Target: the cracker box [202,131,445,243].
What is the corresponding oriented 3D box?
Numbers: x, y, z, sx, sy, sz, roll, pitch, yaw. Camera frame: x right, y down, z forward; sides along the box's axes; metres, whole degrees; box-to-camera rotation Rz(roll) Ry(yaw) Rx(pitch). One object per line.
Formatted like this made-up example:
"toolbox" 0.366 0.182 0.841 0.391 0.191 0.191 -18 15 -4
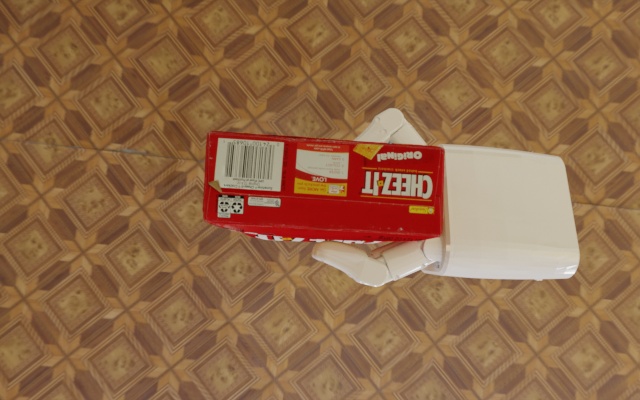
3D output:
"cracker box" 0.000 0.001 0.422 0.164 0.072 0.214 3 -7 -1
